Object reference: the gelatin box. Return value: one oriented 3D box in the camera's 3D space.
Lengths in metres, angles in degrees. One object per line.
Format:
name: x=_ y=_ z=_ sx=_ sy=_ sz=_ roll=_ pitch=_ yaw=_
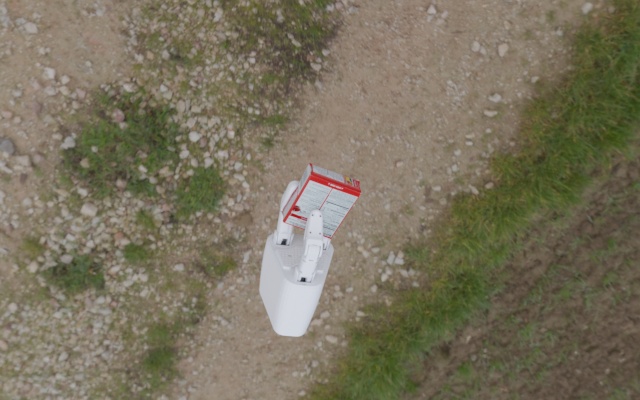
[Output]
gelatin box: x=0.000 y=0.002 z=0.623 sx=0.073 sy=0.089 sz=0.030 roll=19 pitch=35 yaw=-18
